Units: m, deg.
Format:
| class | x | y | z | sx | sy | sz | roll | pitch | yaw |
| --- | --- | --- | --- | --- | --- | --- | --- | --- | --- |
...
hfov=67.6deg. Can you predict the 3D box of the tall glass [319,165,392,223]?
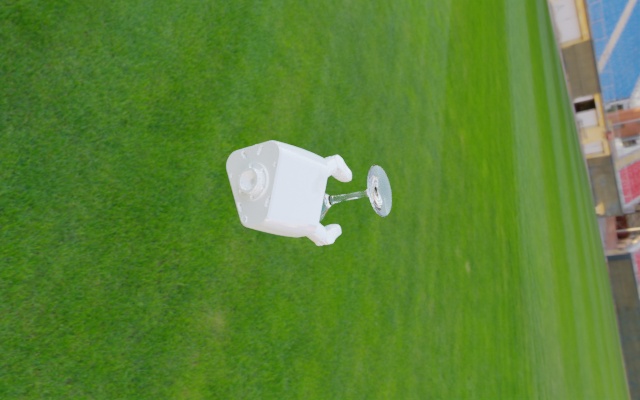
| class | x | y | z | sx | sy | sz | roll | pitch | yaw |
| --- | --- | --- | --- | --- | --- | --- | --- | --- | --- |
| tall glass | 0.001 | 0.002 | 0.719 | 0.201 | 0.079 | 0.079 | -11 | -6 | 31 |
